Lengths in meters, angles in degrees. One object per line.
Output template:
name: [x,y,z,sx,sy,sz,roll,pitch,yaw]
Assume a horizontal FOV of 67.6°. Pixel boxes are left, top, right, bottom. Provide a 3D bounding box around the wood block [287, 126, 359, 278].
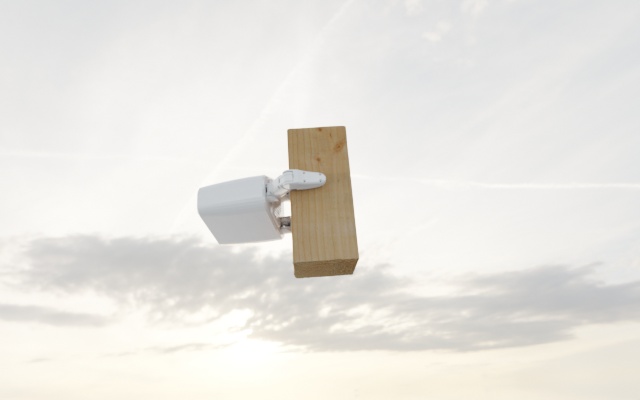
wood block: [0.000,0.002,0.709,0.090,0.206,0.091,-3,-22,-3]
